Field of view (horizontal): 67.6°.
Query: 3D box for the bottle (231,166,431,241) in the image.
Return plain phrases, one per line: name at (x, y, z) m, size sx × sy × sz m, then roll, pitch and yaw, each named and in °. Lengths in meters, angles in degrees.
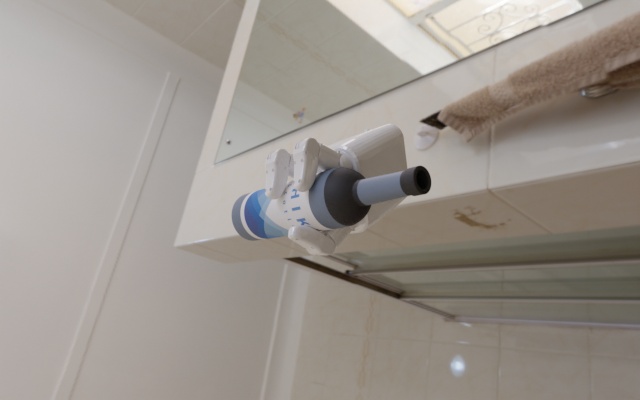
bottle at (0.000, 0.002, 0.554) m, size 0.069 × 0.069 × 0.296 m, roll 0°, pitch -8°, yaw -41°
